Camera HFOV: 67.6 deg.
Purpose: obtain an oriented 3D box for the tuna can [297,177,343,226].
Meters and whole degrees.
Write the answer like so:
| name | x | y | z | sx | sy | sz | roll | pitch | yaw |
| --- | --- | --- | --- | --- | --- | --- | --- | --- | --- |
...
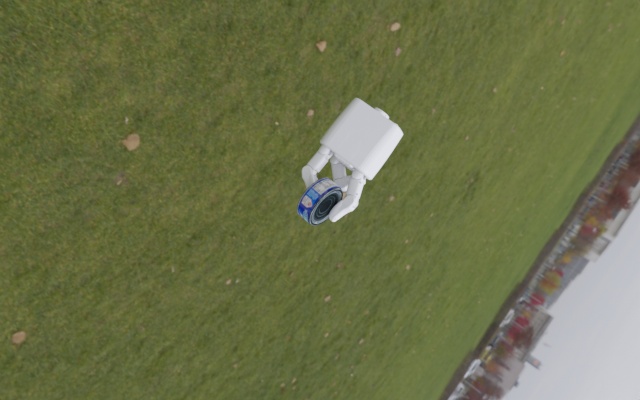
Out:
| name | x | y | z | sx | sy | sz | roll | pitch | yaw |
| --- | --- | --- | --- | --- | --- | --- | --- | --- | --- |
| tuna can | 0.000 | 0.003 | 0.852 | 0.033 | 0.086 | 0.086 | 41 | 20 | 25 |
